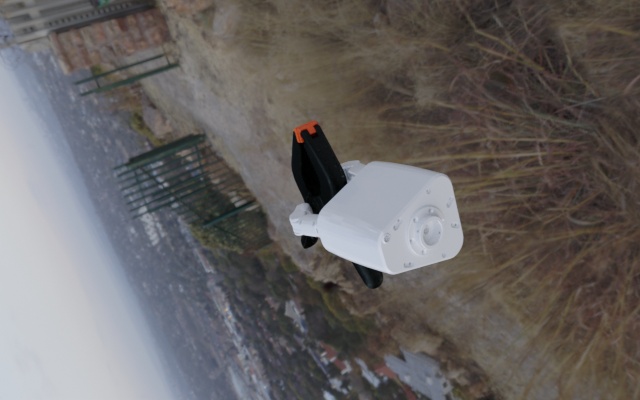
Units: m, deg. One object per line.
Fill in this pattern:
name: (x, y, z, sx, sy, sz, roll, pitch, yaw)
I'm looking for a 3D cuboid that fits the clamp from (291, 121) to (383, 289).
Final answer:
clamp: (-0.001, 0.002, 0.610, 0.036, 0.210, 0.164, -28, 22, -27)
